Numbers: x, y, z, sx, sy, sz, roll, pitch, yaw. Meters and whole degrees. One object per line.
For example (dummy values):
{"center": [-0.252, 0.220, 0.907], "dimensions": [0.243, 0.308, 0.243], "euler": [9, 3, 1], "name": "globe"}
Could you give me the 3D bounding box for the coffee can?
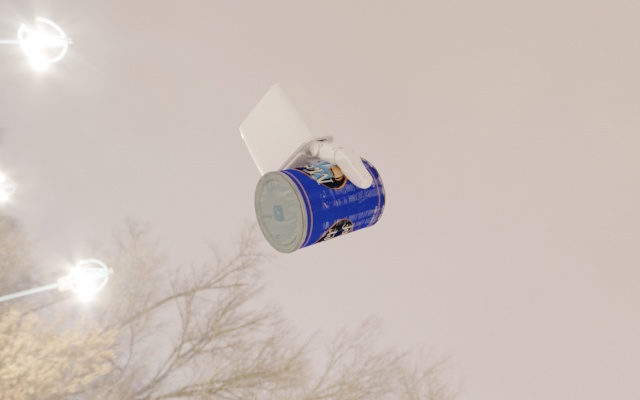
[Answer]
{"center": [0.000, 0.002, 0.625], "dimensions": [0.140, 0.103, 0.103], "euler": [-14, 9, -38], "name": "coffee can"}
